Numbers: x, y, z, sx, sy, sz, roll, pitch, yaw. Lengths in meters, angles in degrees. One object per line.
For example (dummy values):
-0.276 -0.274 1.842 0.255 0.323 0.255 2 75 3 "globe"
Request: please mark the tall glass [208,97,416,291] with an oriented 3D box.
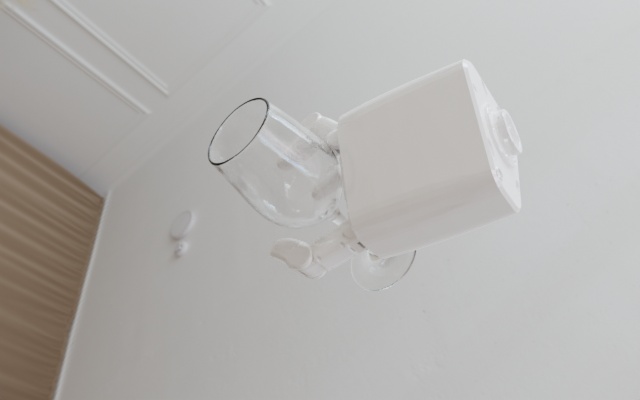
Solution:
0.000 0.002 0.406 0.079 0.079 0.201 0 -32 46 "tall glass"
